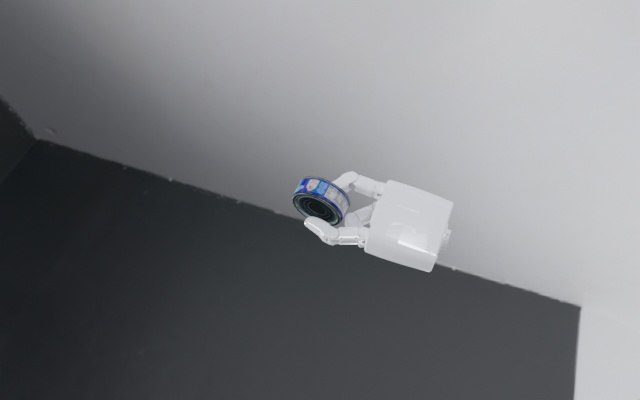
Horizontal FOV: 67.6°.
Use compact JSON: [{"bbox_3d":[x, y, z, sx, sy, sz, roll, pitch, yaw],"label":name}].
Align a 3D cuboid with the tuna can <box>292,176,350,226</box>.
[{"bbox_3d":[0.000,0.003,0.735,0.086,0.033,0.086,22,-28,12],"label":"tuna can"}]
